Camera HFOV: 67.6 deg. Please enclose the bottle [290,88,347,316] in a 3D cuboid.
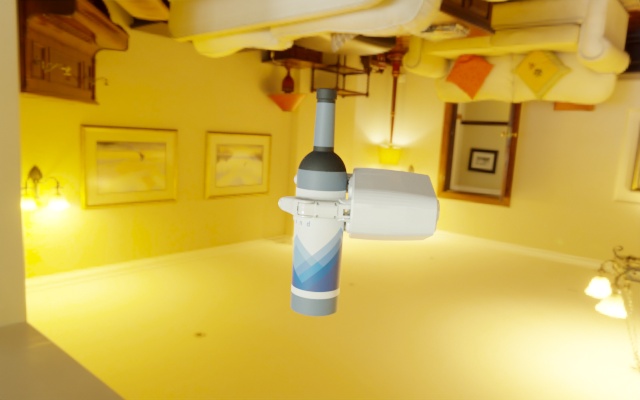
[{"bbox_3d":[0.000,0.002,0.637,0.069,0.296,0.069,3,8,0],"label":"bottle"}]
